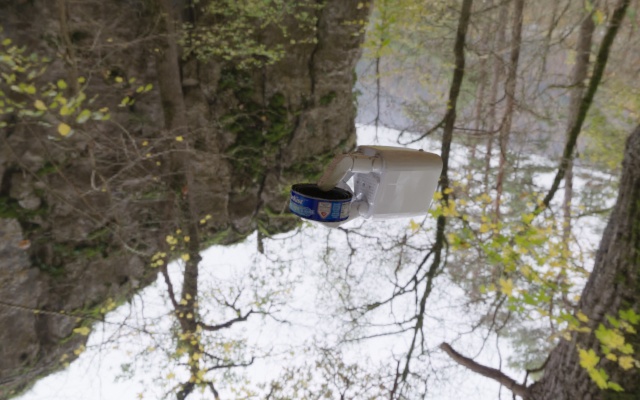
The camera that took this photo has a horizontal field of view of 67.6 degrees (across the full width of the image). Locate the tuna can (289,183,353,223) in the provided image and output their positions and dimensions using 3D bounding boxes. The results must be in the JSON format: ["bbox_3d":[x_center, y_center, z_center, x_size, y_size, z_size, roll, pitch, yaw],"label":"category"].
[{"bbox_3d":[0.000,0.003,0.661,0.086,0.034,0.086,8,14,-2],"label":"tuna can"}]
